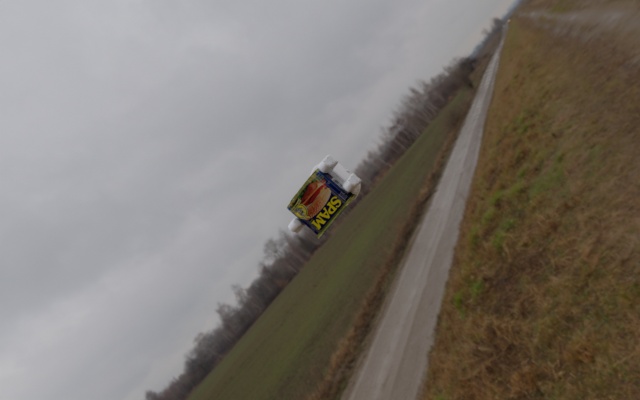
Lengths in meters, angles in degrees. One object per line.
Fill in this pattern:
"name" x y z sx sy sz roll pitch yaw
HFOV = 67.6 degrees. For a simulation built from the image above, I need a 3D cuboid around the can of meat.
"can of meat" 0.000 0.003 0.863 0.084 0.102 0.057 41 19 3
